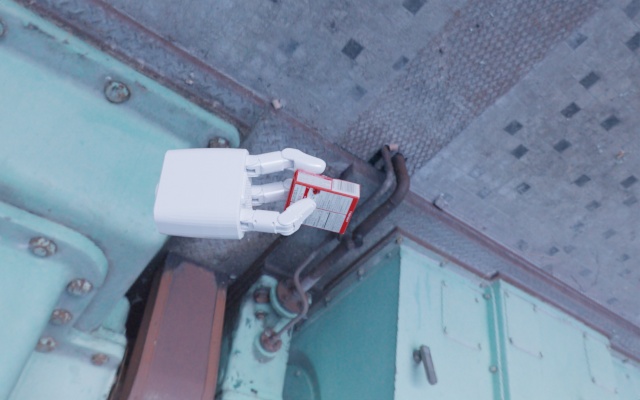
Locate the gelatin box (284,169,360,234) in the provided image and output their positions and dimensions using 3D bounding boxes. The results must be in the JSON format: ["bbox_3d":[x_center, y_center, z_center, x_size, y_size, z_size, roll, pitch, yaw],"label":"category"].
[{"bbox_3d":[0.000,0.002,0.635,0.089,0.073,0.030,14,43,-6],"label":"gelatin box"}]
